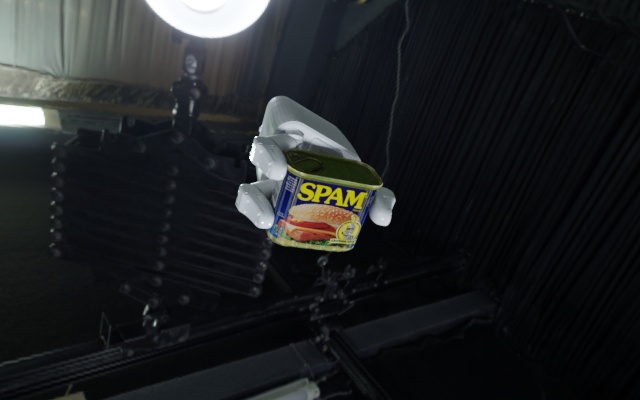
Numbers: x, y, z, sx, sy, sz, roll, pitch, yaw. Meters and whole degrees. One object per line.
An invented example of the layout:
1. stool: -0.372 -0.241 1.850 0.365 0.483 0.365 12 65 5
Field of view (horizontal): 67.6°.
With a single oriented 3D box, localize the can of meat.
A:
1. can of meat: 0.000 0.002 0.488 0.102 0.084 0.057 9 28 -20
